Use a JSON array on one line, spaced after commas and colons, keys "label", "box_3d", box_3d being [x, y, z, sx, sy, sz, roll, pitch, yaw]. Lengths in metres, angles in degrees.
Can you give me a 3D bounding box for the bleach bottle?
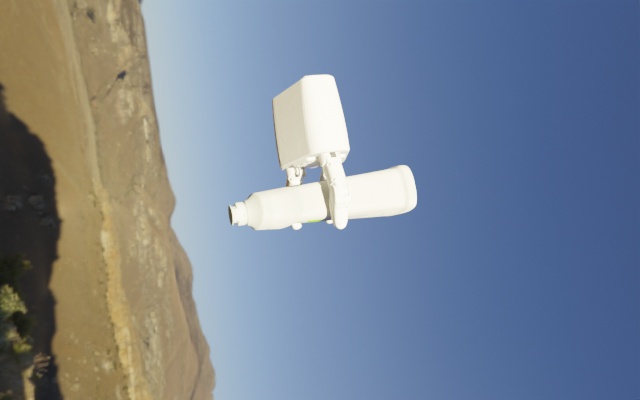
[{"label": "bleach bottle", "box_3d": [0.000, 0.002, 0.667, 0.251, 0.068, 0.102, -8, -7, -20]}]
